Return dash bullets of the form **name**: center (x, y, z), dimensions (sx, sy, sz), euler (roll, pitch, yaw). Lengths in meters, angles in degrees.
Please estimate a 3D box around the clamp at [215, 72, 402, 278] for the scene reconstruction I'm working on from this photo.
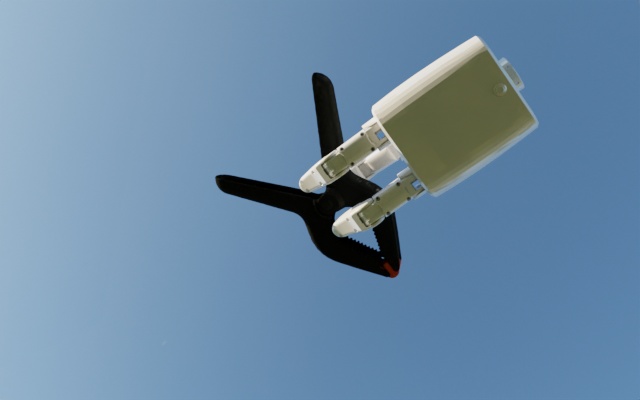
- **clamp**: center (0.001, 0.002, 0.491), dimensions (0.164, 0.210, 0.036), euler (-35, 6, 22)
